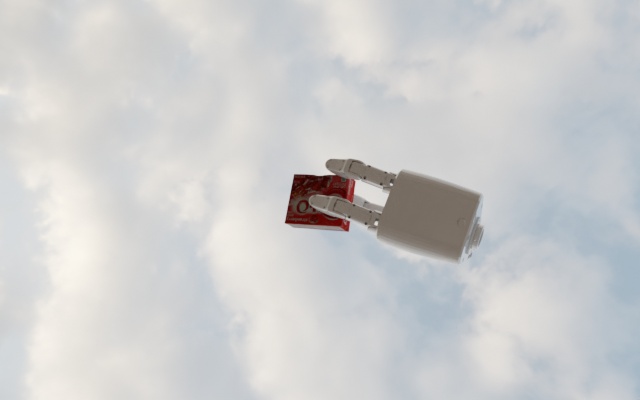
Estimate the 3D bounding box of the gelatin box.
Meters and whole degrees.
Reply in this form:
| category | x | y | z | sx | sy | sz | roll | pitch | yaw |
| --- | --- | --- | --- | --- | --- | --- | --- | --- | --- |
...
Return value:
| category | x | y | z | sx | sy | sz | roll | pitch | yaw |
| --- | --- | --- | --- | --- | --- | --- | --- | --- | --- |
| gelatin box | 0.000 | 0.002 | 0.655 | 0.089 | 0.073 | 0.030 | 3 | -16 | 26 |
